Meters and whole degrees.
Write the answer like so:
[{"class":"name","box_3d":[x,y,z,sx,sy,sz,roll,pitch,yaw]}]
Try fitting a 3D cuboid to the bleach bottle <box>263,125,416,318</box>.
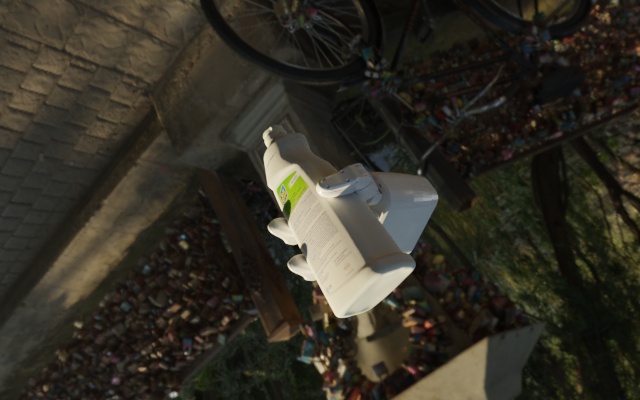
[{"class":"bleach bottle","box_3d":[0.000,0.002,0.550,0.068,0.250,0.103,-2,-40,-42]}]
